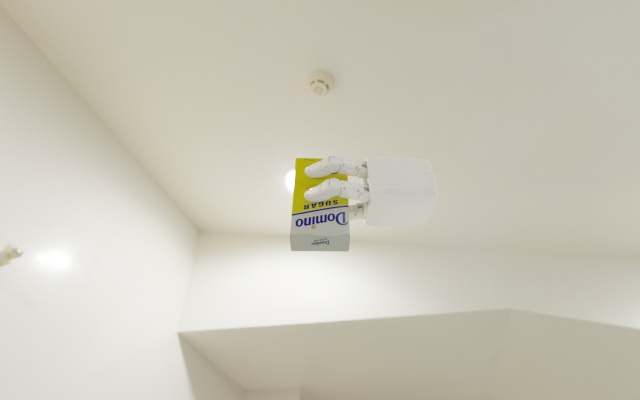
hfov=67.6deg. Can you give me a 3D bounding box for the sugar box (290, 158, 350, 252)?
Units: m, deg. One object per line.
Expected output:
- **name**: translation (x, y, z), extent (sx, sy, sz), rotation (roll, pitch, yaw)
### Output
- **sugar box**: translation (0.000, 0.002, 0.784), extent (0.093, 0.048, 0.176), rotation (0, 44, 0)
